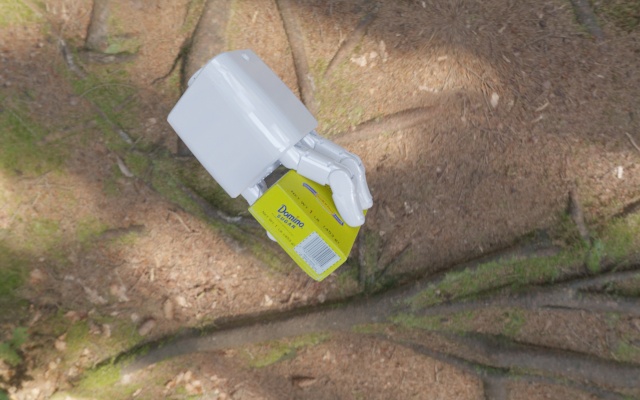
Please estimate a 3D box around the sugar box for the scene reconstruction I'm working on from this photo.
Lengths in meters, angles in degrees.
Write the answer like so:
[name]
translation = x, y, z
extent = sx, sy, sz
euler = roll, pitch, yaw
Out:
[sugar box]
translation = 0.000, 0.001, 0.494
extent = 0.048, 0.093, 0.176
euler = -39, 6, 25
